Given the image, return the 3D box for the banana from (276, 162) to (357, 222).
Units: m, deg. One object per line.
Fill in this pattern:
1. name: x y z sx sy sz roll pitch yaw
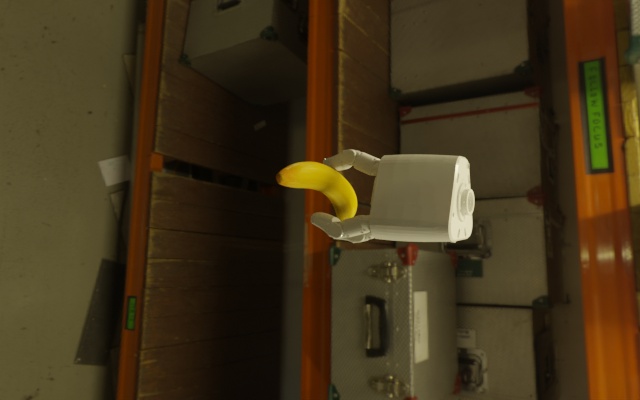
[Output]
1. banana: 0.008 -0.013 0.679 0.037 0.069 0.198 8 -21 35
